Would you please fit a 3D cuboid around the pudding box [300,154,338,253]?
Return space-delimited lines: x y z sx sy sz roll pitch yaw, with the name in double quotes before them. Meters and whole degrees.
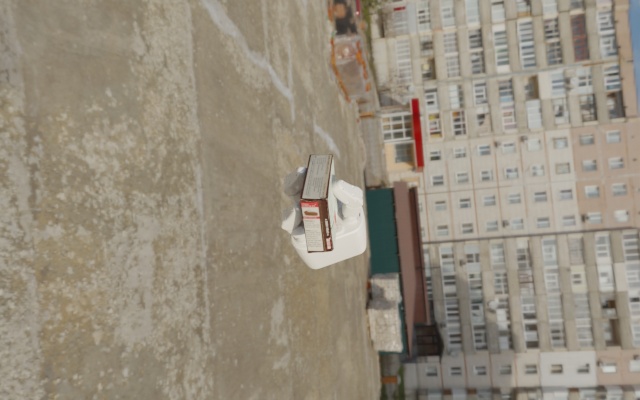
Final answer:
"pudding box" 0.000 0.002 0.650 0.039 0.090 0.113 -3 35 6
